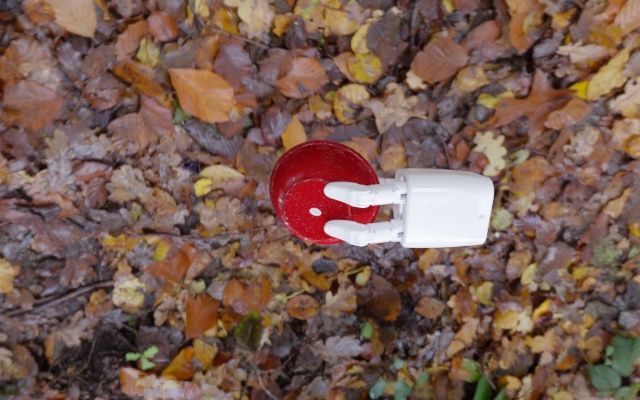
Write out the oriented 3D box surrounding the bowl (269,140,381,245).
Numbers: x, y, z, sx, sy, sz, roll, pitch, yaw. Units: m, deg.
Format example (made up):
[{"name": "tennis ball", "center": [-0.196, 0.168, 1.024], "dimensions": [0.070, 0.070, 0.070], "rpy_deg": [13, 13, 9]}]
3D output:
[{"name": "bowl", "center": [-0.001, 0.003, 0.651], "dimensions": [0.162, 0.162, 0.055], "rpy_deg": [0, 26, 13]}]
